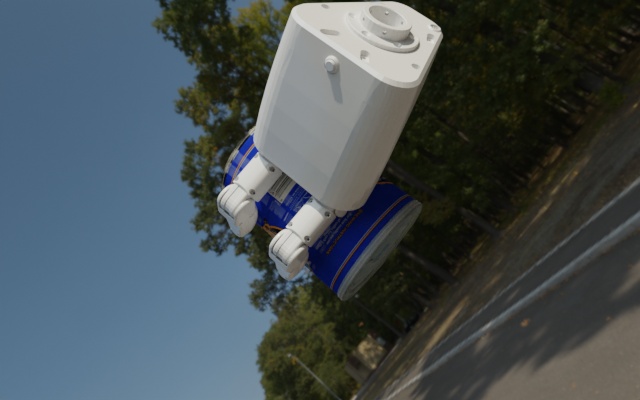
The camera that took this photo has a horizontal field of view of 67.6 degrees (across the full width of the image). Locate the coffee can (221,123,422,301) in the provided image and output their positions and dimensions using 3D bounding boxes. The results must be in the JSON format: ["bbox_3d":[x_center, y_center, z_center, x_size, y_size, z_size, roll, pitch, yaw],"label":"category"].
[{"bbox_3d":[0.000,0.002,0.411,0.140,0.103,0.103,39,12,16],"label":"coffee can"}]
